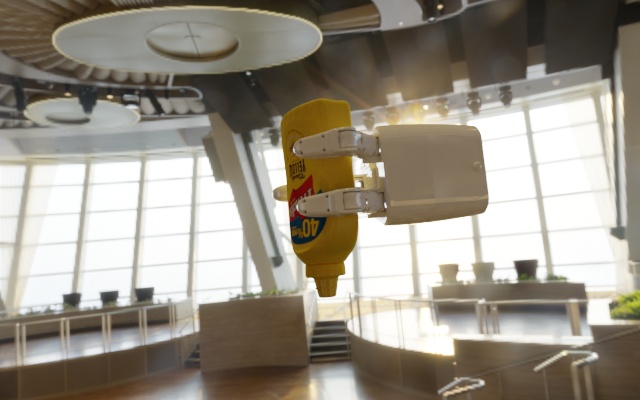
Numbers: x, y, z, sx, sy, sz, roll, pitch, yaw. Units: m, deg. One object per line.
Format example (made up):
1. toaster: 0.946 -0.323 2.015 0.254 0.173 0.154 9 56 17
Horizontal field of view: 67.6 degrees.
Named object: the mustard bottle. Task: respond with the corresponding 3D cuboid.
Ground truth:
1. mustard bottle: 0.000 0.001 0.487 0.058 0.191 0.096 -1 -7 -33
